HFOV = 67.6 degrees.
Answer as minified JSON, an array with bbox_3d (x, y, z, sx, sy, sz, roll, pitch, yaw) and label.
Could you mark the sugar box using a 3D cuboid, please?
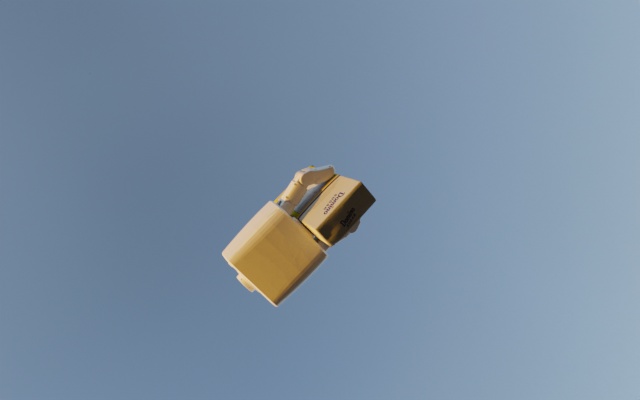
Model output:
[{"bbox_3d":[0.000,0.003,0.717,0.048,0.093,0.176,48,-9,-27],"label":"sugar box"}]
